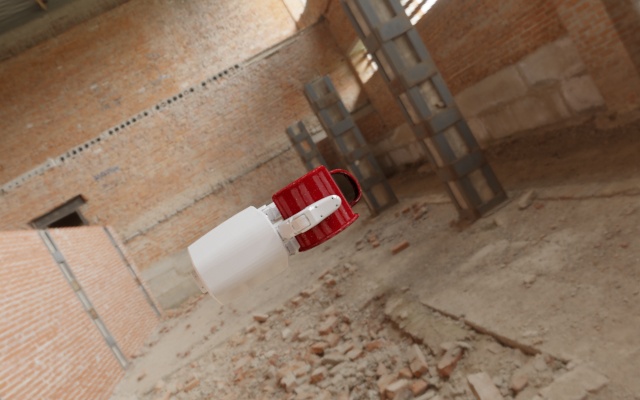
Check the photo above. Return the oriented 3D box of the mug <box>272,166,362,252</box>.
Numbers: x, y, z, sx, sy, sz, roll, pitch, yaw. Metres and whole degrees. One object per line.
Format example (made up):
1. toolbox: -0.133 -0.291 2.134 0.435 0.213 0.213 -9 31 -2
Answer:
1. mug: 0.001 0.001 0.622 0.117 0.081 0.093 -32 4 -15
